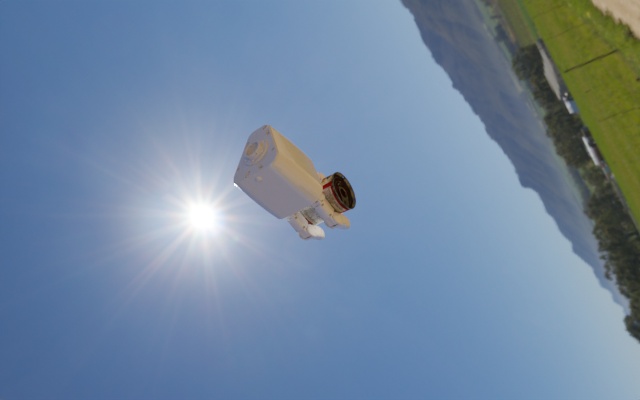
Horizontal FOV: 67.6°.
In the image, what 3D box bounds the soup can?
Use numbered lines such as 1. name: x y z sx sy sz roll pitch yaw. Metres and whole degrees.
1. soup can: 0.000 0.003 0.821 0.102 0.068 0.068 -26 -13 27
